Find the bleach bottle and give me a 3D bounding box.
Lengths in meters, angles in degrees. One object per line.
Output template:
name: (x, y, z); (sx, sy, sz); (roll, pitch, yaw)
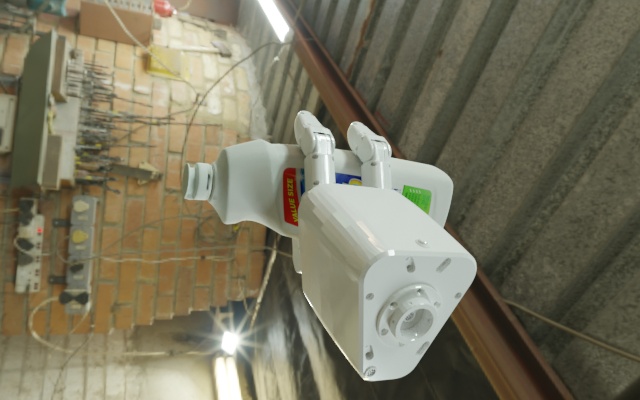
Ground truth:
bleach bottle: (0.000, 0.001, 0.447); (0.251, 0.102, 0.068); (5, 20, -25)
